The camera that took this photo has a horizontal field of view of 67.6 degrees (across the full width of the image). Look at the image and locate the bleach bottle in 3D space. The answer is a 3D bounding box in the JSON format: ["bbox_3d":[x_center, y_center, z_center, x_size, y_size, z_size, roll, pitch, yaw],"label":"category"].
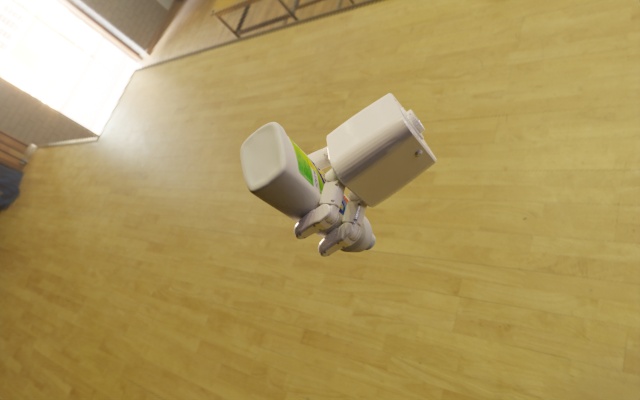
[{"bbox_3d":[0.000,0.002,0.659,0.068,0.102,0.251,-33,-43,19],"label":"bleach bottle"}]
